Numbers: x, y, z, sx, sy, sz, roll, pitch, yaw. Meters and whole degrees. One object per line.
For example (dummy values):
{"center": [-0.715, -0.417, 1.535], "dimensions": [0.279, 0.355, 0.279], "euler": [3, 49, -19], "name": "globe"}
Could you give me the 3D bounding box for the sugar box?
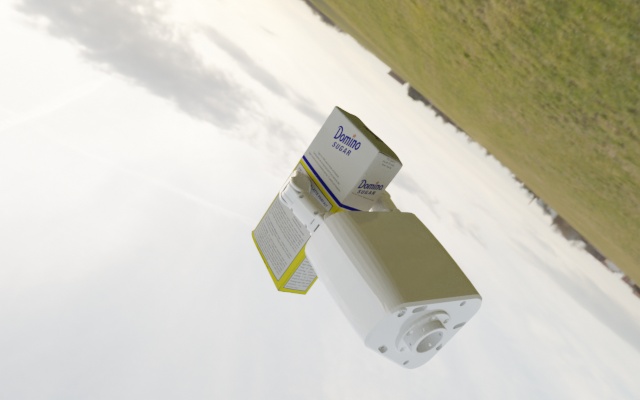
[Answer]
{"center": [0.000, 0.002, 0.492], "dimensions": [0.048, 0.176, 0.093], "euler": [21, 25, -42], "name": "sugar box"}
